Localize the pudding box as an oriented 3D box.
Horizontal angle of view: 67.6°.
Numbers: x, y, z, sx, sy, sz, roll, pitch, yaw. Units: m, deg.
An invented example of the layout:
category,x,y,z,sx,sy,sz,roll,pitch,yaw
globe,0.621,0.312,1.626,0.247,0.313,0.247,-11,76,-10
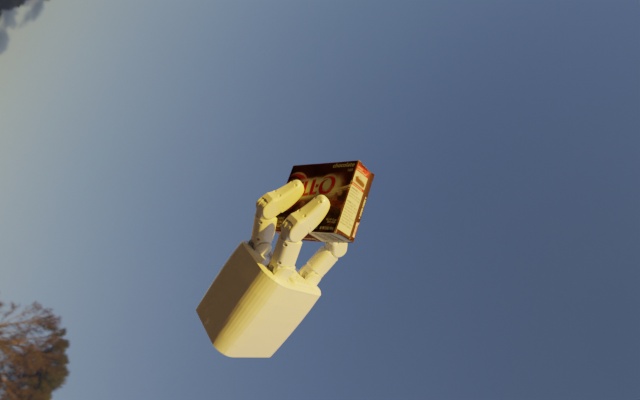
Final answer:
category,x,y,z,sx,sy,sz,roll,pitch,yaw
pudding box,0.000,0.002,0.564,0.113,0.090,0.039,1,-25,43
